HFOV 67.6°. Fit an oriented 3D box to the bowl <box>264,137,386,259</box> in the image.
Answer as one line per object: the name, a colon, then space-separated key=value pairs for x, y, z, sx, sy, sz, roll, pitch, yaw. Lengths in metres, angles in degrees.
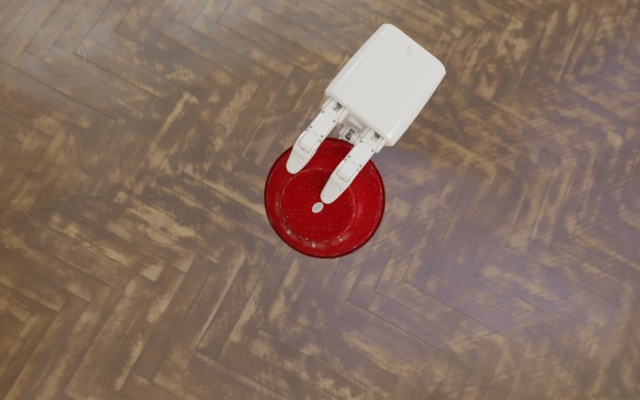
bowl: x=0.000 y=0.003 z=0.599 sx=0.162 sy=0.162 sz=0.055 roll=0 pitch=9 yaw=9
